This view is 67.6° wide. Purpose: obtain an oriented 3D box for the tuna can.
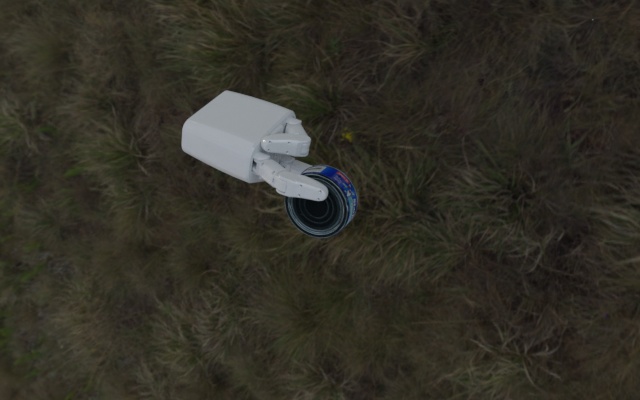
[{"bbox_3d":[0.000,0.002,0.581,0.086,0.086,0.033,0,20,24],"label":"tuna can"}]
